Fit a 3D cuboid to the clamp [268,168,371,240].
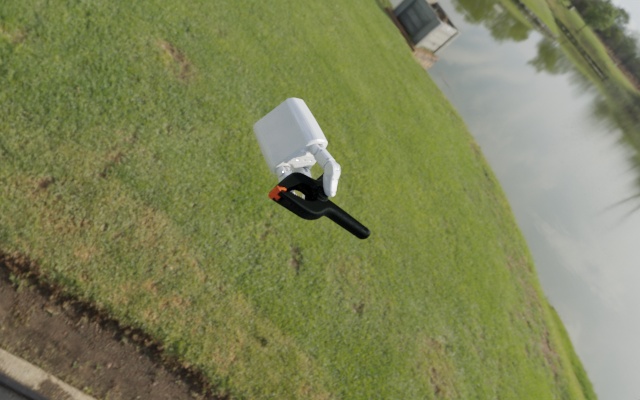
[{"bbox_3d":[0.000,0.002,0.852,0.210,0.164,0.036,-2,-33,-50],"label":"clamp"}]
